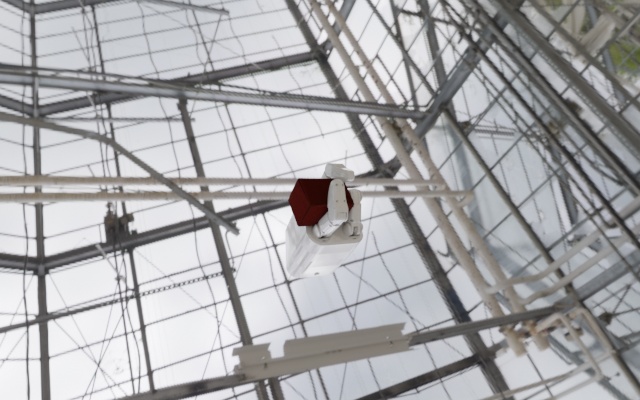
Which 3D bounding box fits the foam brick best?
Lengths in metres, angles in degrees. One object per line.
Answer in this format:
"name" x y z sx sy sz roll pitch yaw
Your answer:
"foam brick" 0.000 0.002 0.706 0.078 0.053 0.051 -1 -38 -31
